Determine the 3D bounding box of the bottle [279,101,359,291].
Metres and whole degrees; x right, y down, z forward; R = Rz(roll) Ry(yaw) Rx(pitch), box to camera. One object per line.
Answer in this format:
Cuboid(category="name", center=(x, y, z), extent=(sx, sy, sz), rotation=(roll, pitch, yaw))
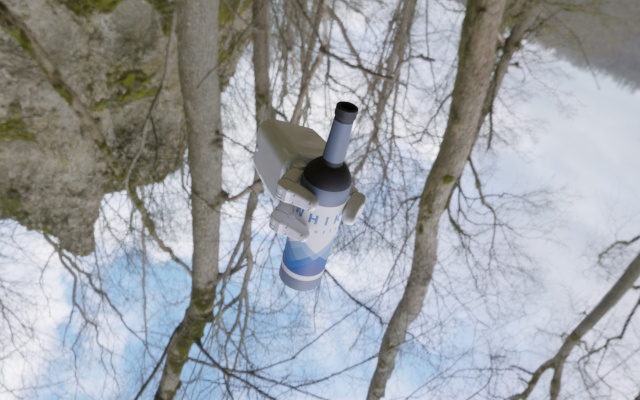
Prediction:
Cuboid(category="bottle", center=(0.000, 0.002, 0.652), extent=(0.069, 0.296, 0.069), rotation=(10, 37, -8))
